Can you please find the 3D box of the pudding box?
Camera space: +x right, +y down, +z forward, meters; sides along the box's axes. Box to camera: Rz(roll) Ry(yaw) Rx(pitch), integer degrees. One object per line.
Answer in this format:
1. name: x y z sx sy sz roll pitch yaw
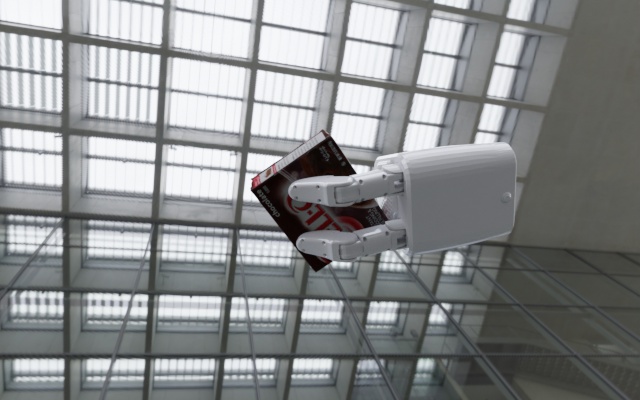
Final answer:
1. pudding box: 0.000 0.001 0.464 0.090 0.113 0.039 -34 21 4
